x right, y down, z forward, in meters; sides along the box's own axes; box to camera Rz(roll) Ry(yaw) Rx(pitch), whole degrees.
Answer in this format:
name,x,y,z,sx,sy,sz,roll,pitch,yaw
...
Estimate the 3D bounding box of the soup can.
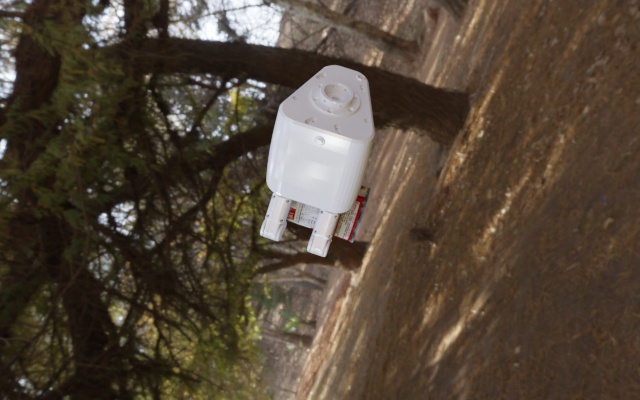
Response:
name,x,y,z,sx,sy,sz,roll,pitch,yaw
soup can,0.000,0.002,0.564,0.102,0.068,0.068,18,1,2
